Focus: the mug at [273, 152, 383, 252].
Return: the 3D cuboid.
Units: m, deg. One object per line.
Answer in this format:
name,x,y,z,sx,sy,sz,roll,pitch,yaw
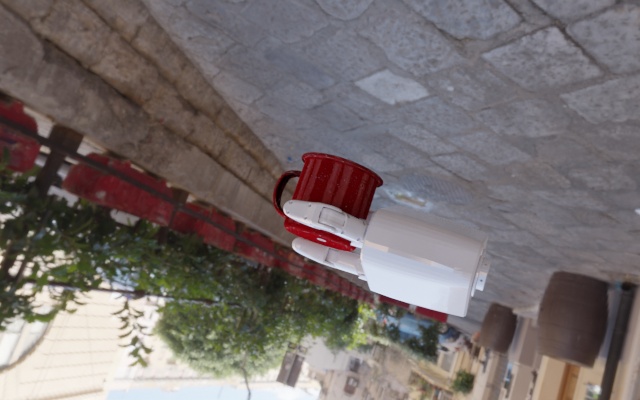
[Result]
mug,-0.001,0.002,0.515,0.117,0.081,0.093,15,-11,22
